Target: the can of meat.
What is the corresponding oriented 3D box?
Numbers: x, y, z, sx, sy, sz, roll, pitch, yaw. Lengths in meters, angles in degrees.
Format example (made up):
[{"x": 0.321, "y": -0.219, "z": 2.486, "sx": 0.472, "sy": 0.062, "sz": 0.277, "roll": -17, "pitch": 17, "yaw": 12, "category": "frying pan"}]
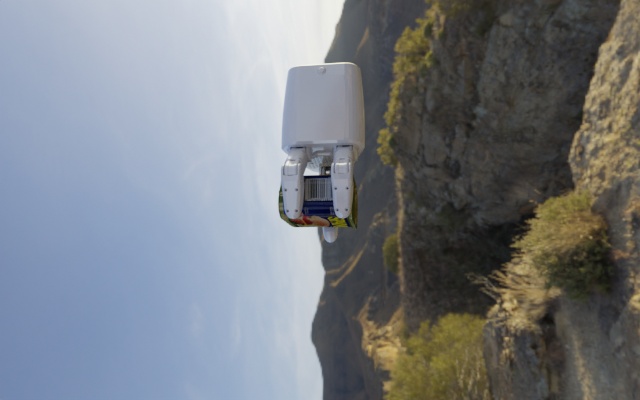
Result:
[{"x": 0.000, "y": 0.002, "z": 0.580, "sx": 0.084, "sy": 0.057, "sz": 0.102, "roll": -1, "pitch": -12, "yaw": 8, "category": "can of meat"}]
